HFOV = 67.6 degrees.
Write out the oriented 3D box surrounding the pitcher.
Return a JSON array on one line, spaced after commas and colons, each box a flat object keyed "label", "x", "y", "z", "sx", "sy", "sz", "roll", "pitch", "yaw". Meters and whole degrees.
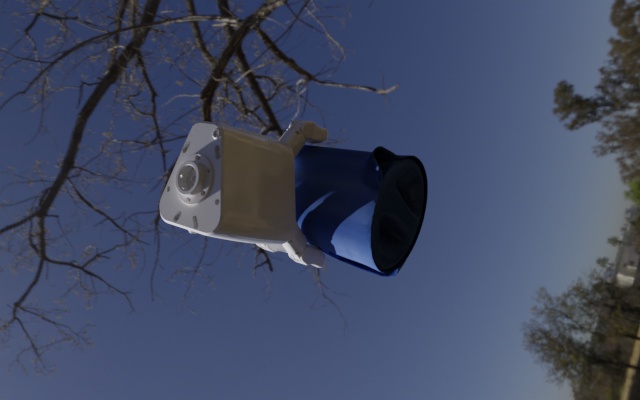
[{"label": "pitcher", "x": 0.000, "y": 0.002, "z": 0.595, "sx": 0.243, "sy": 0.149, "sz": 0.145, "roll": 14, "pitch": 2, "yaw": 34}]
